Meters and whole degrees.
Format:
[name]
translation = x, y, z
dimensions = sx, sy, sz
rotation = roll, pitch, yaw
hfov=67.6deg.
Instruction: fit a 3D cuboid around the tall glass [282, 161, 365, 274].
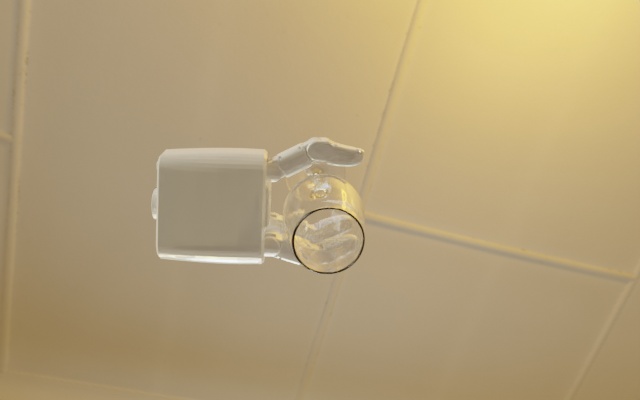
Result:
[tall glass]
translation = 0.000, 0.001, 0.491
dimensions = 0.079, 0.079, 0.201
rotation = 0, 19, -4
